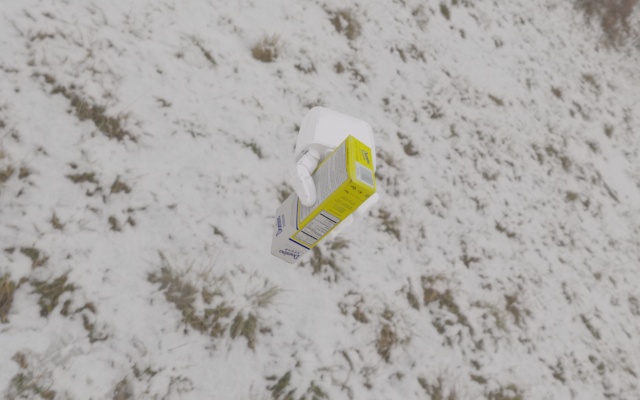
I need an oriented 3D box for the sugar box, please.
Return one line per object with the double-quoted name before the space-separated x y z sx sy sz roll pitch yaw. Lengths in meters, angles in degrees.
"sugar box" 0.001 0.002 0.651 0.048 0.093 0.176 28 -52 -22
